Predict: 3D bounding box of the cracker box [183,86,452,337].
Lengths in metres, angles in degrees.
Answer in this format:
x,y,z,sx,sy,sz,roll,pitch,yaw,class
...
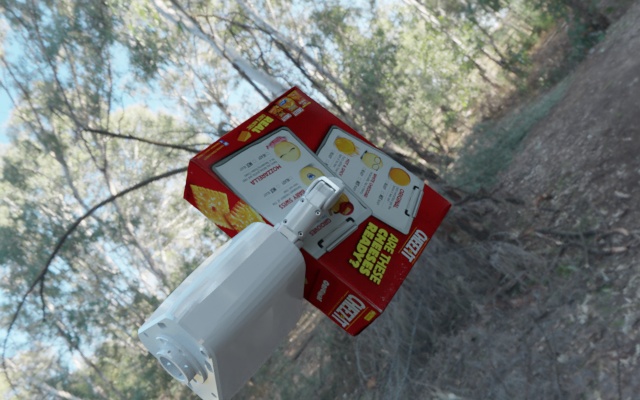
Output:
x,y,z,sx,sy,sz,roll,pitch,yaw,class
0.000,0.001,0.478,0.164,0.213,0.072,-46,-9,-39,cracker box
